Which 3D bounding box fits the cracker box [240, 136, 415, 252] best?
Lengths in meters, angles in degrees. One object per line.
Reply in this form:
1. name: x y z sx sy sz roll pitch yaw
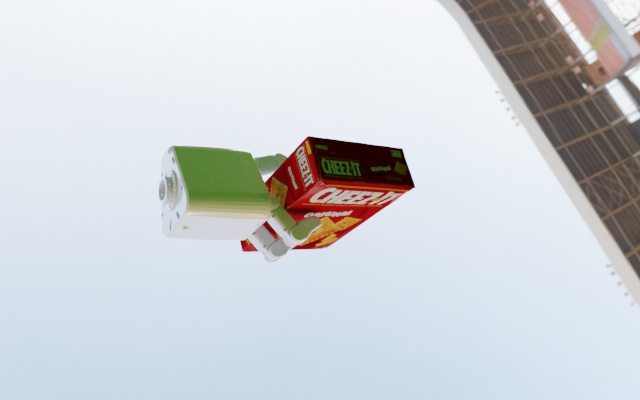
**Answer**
1. cracker box: 0.000 0.002 0.674 0.164 0.072 0.214 1 -27 -37
